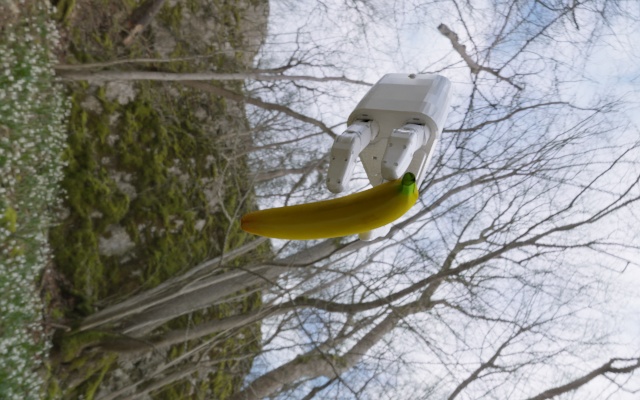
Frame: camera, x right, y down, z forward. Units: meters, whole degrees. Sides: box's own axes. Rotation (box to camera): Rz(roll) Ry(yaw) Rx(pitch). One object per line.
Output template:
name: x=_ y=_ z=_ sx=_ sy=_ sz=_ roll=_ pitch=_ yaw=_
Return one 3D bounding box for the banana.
banana: x=0.014 y=0.009 z=0.452 sx=0.198 sy=0.037 sz=0.070 roll=-17 pitch=-37 yaw=34
